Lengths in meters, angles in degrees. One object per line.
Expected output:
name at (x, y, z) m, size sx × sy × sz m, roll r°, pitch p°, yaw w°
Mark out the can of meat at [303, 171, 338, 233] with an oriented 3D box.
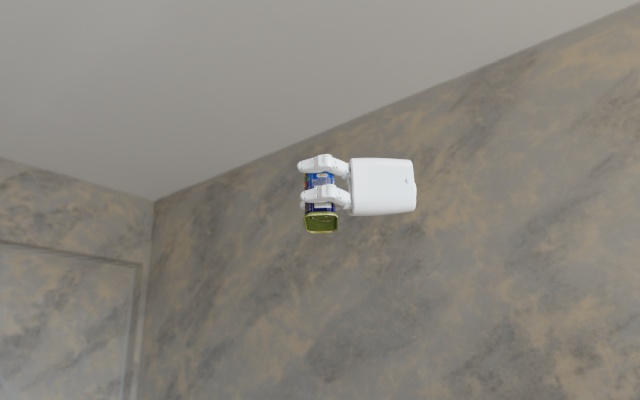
can of meat at (0.000, 0.002, 0.832) m, size 0.057 × 0.084 × 0.102 m, roll -2°, pitch -21°, yaw 1°
